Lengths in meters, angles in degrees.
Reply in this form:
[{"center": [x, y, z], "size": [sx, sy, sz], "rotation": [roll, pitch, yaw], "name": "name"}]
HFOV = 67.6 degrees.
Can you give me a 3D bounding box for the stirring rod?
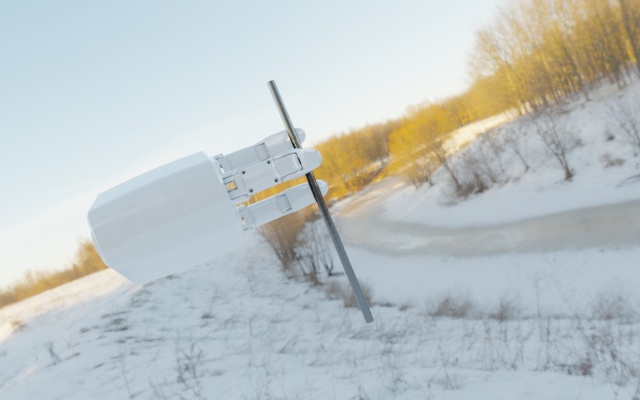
[{"center": [0.000, 0.002, 0.442], "size": [0.011, 0.239, 0.011], "rotation": [-23, 1, 0], "name": "stirring rod"}]
